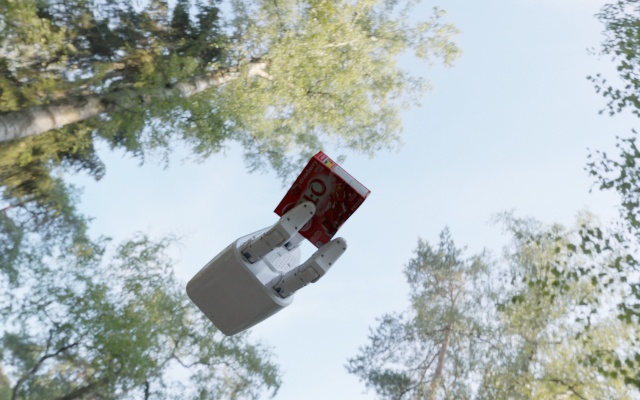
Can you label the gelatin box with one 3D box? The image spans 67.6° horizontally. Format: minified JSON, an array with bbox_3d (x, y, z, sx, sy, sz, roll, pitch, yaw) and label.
[{"bbox_3d":[0.000,0.001,0.530,0.073,0.089,0.030,40,28,2],"label":"gelatin box"}]
